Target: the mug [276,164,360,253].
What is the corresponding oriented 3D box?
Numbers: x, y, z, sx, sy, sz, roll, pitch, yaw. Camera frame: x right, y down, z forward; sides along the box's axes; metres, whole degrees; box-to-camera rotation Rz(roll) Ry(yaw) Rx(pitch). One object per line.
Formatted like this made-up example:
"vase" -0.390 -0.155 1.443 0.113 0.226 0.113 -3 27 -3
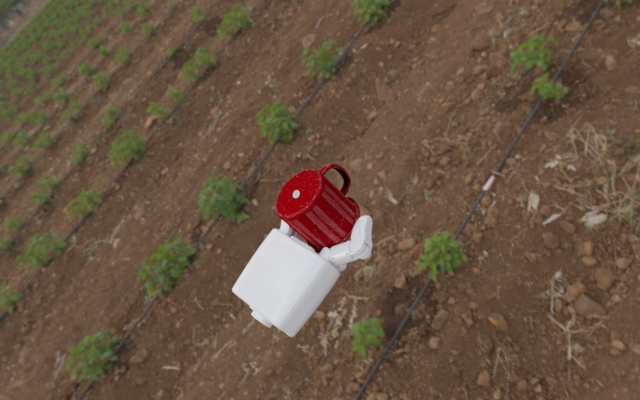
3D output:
"mug" 0.001 0.001 0.652 0.081 0.117 0.093 43 -15 -36
